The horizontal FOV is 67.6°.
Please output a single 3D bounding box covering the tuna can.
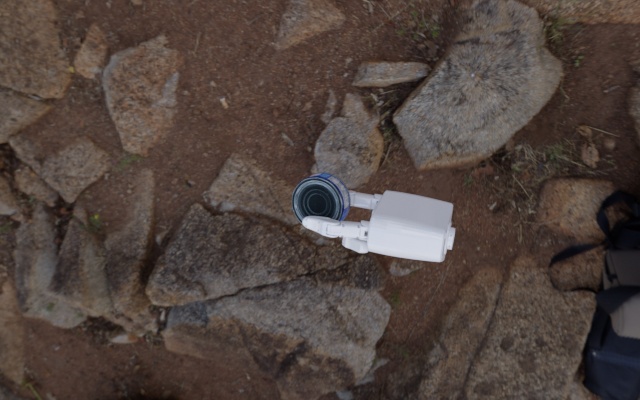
[{"bbox_3d":[0.000,0.002,0.723,0.086,0.086,0.033,0,13,23],"label":"tuna can"}]
